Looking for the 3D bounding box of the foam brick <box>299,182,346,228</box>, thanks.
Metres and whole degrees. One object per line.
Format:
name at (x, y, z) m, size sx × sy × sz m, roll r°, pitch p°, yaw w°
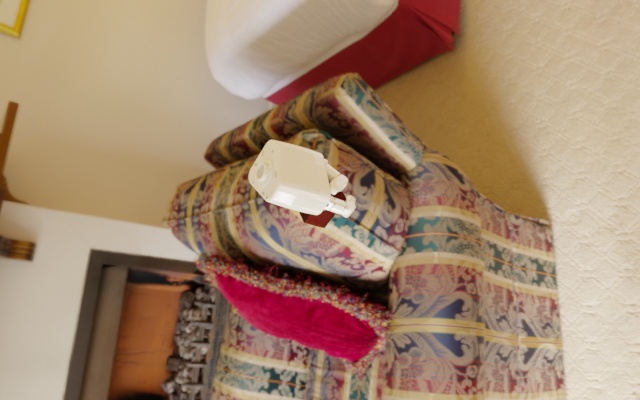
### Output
foam brick at (0.000, 0.003, 0.883) m, size 0.051 × 0.078 × 0.053 m, roll 14°, pitch 34°, yaw -36°
